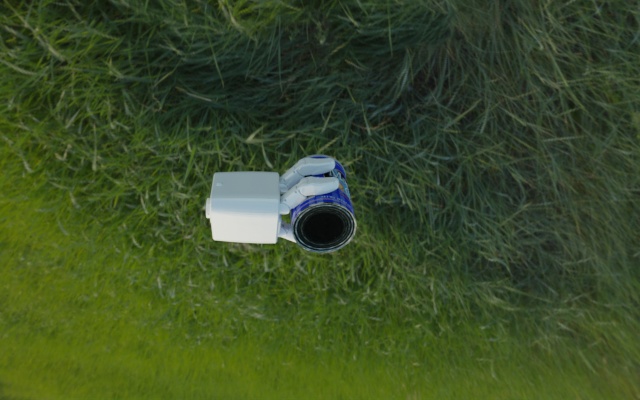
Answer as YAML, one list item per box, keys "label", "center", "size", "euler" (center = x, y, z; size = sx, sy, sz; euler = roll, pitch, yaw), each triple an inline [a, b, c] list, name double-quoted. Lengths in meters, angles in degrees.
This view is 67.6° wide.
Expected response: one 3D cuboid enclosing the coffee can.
- label: "coffee can"
  center: [0.000, 0.003, 0.798]
  size: [0.103, 0.103, 0.140]
  euler: [0, 37, -6]
